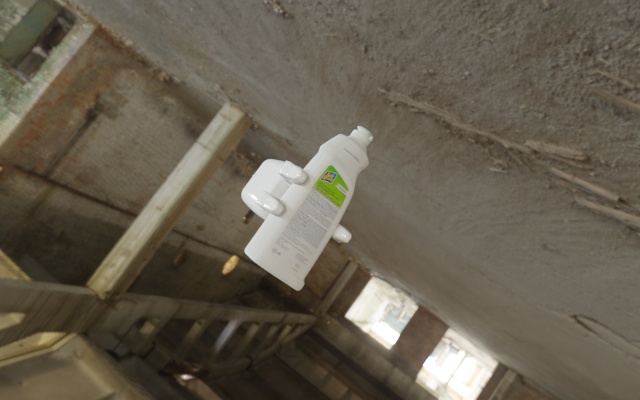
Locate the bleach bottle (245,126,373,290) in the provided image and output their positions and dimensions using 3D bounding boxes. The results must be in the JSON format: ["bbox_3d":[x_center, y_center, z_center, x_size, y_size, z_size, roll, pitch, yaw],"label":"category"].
[{"bbox_3d":[0.000,0.002,0.709,0.103,0.251,0.068,40,-7,-29],"label":"bleach bottle"}]
